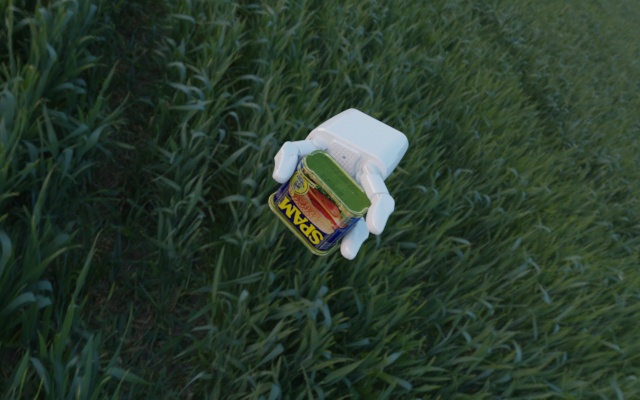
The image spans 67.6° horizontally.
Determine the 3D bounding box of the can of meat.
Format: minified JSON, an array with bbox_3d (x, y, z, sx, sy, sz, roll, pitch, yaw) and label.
[{"bbox_3d":[0.000,0.002,0.577,0.084,0.102,0.057,-48,-7,38],"label":"can of meat"}]
